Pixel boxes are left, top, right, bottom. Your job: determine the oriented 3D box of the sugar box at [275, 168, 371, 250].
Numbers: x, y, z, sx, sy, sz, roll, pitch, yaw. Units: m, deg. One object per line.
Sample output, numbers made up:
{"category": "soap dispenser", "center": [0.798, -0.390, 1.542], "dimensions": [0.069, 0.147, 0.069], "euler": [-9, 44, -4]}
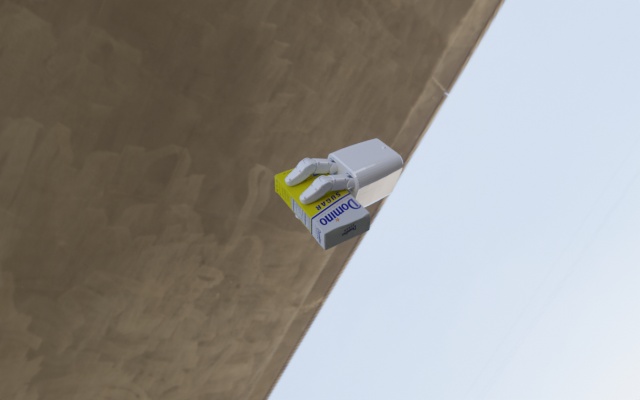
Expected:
{"category": "sugar box", "center": [0.000, 0.002, 0.833], "dimensions": [0.093, 0.048, 0.176], "euler": [-23, 44, -23]}
